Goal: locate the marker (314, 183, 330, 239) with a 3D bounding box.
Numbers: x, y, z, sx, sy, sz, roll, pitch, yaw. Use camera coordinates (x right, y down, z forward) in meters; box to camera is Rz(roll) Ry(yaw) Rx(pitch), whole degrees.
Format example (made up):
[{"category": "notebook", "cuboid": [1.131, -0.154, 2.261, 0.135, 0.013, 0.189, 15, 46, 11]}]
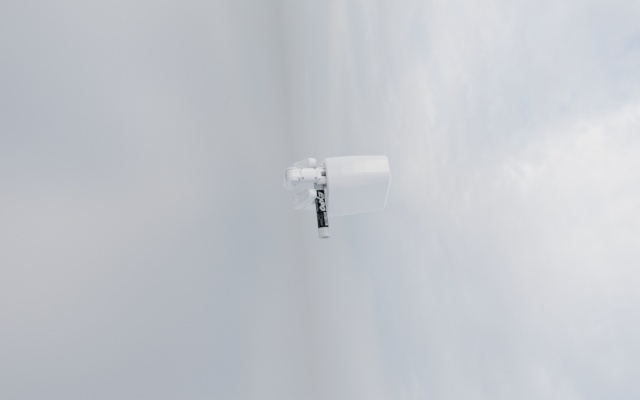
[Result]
[{"category": "marker", "cuboid": [0.000, 0.003, 0.787, 0.020, 0.121, 0.020, -6, -17, -2]}]
